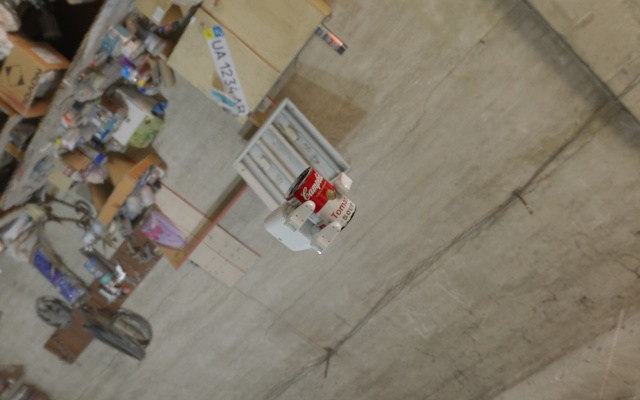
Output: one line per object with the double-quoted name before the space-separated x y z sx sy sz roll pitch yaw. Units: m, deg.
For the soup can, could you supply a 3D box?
"soup can" 0.001 0.003 0.785 0.102 0.068 0.068 40 -10 -12
